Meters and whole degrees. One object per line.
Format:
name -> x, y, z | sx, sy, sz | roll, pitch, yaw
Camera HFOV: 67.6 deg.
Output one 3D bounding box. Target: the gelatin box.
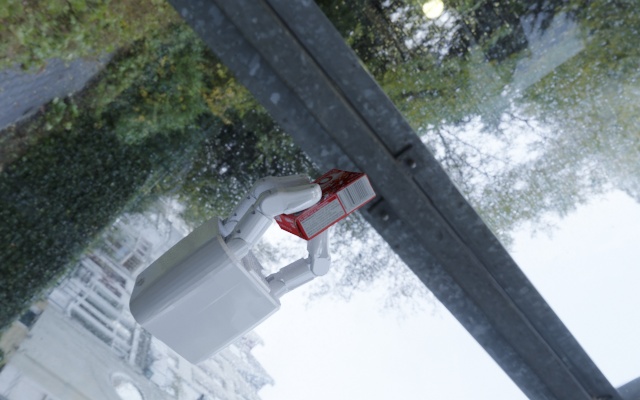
gelatin box -> 0.001, 0.002, 0.491 | 0.089, 0.030, 0.073 | -33, 19, -17
